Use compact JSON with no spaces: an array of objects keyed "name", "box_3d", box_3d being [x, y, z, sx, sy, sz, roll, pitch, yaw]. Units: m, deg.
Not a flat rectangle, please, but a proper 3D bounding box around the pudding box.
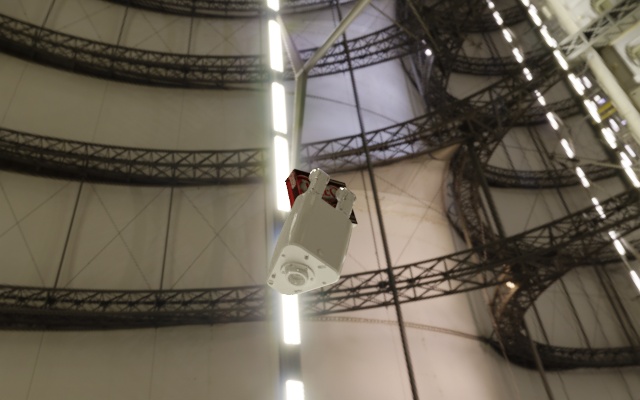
[{"name":"pudding box","box_3d":[0.000,0.003,0.791,0.113,0.090,0.039,15,-43,-37]}]
